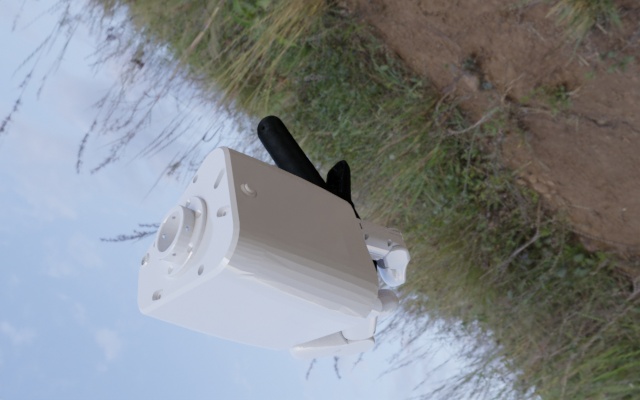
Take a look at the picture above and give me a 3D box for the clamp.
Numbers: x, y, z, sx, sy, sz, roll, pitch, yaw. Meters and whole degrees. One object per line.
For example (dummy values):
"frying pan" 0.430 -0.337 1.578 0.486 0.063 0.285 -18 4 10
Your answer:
"clamp" 0.000 0.002 0.404 0.120 0.171 0.039 26 -59 -36
